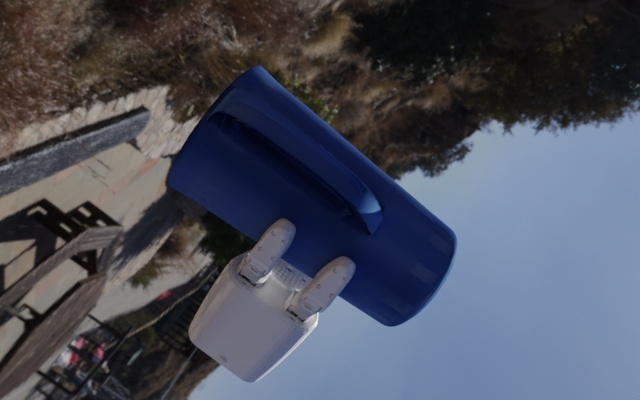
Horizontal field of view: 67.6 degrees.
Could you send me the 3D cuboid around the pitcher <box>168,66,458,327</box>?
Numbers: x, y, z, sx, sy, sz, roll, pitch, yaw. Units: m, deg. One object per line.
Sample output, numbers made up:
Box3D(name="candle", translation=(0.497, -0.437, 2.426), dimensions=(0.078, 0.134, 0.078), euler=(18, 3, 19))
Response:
Box3D(name="pitcher", translation=(0.000, 0.001, 0.422), dimensions=(0.243, 0.145, 0.149), euler=(37, 30, -3))
